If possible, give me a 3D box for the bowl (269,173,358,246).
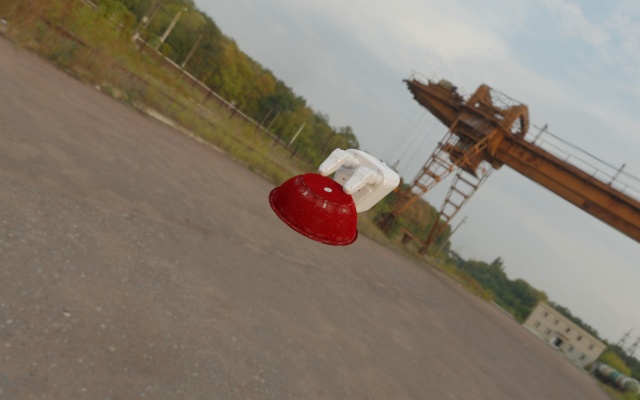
[{"bbox_3d":[0.000,0.003,0.772,0.162,0.055,0.162,23,25,-11],"label":"bowl"}]
